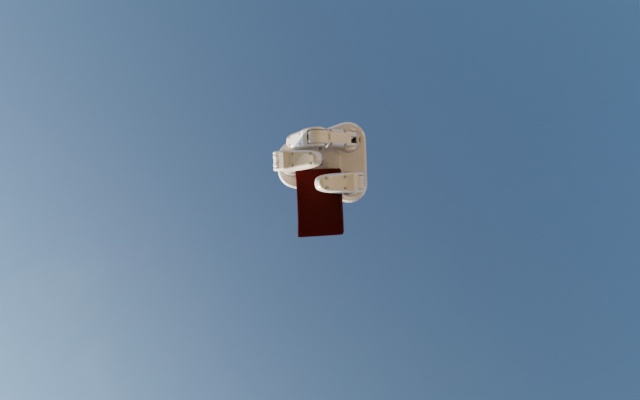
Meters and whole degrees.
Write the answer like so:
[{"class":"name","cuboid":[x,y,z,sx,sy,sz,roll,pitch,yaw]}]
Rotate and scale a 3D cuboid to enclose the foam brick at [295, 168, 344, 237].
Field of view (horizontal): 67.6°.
[{"class":"foam brick","cuboid":[0.000,0.002,0.559,0.053,0.078,0.051,-2,0,3]}]
